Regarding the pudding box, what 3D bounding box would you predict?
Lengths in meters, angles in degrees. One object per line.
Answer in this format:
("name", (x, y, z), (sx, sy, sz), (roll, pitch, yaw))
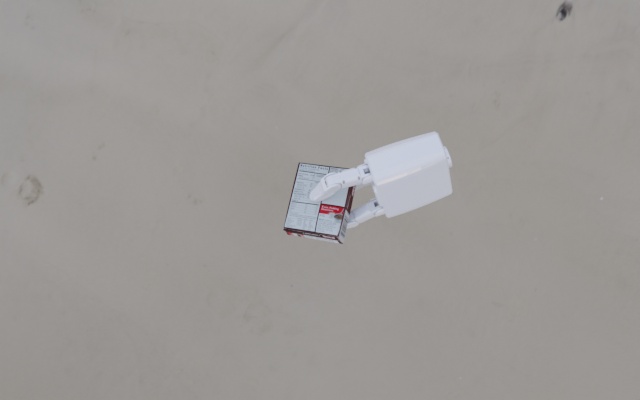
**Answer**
("pudding box", (0.000, 0.002, 0.725), (0.090, 0.113, 0.039), (8, -18, 16))
